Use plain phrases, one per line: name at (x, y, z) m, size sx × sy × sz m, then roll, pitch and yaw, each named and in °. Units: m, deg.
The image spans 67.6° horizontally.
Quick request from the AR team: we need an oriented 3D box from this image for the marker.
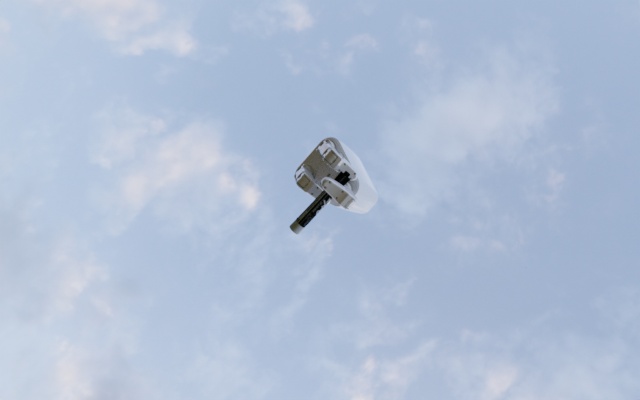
marker at (0.000, 0.002, 0.712) m, size 0.020 × 0.121 × 0.020 m, roll 41°, pitch 11°, yaw -10°
